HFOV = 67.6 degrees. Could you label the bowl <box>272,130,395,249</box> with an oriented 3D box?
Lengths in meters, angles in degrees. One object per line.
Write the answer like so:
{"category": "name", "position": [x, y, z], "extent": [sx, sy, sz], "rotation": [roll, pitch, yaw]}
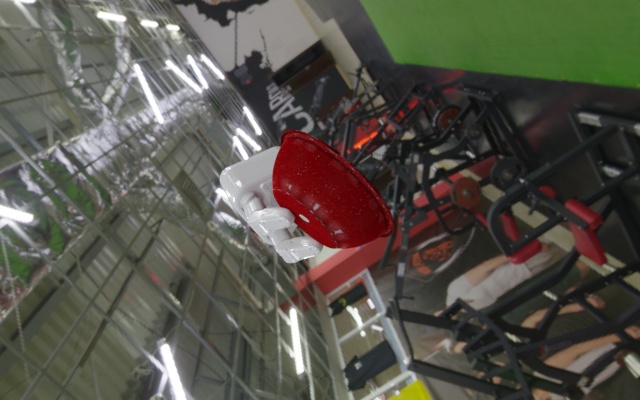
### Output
{"category": "bowl", "position": [0.000, 0.002, 0.514], "extent": [0.162, 0.055, 0.162], "rotation": [39, -17, 14]}
